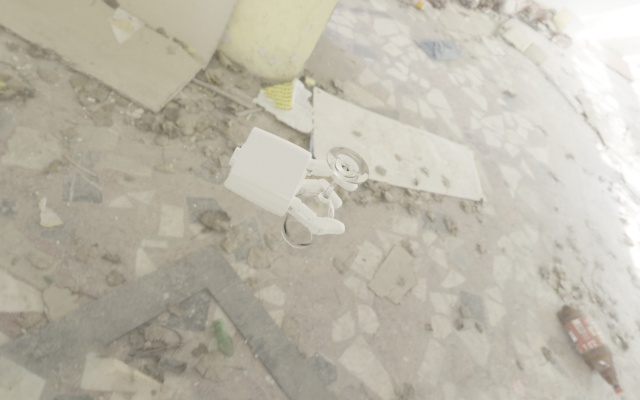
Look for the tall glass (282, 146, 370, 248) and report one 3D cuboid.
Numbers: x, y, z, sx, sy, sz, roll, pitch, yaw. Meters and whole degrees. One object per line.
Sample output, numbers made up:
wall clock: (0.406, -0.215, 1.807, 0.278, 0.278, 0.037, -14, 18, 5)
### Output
tall glass: (0.001, 0.002, 0.797, 0.079, 0.079, 0.201, 0, -36, -31)
